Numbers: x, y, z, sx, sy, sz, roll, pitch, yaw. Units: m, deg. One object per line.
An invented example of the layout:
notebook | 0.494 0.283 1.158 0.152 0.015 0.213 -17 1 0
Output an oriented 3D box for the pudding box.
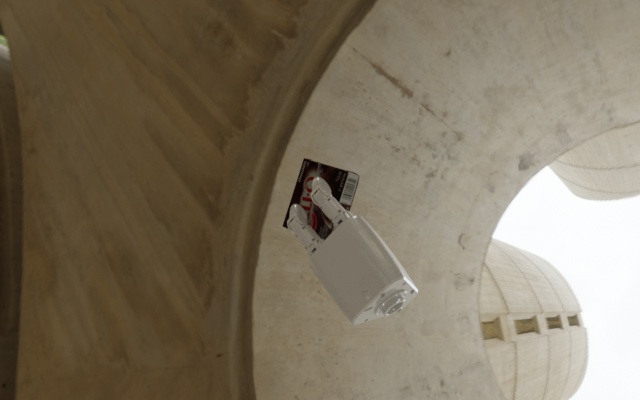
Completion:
pudding box | 0.000 0.002 0.709 0.090 0.113 0.039 20 2 38
